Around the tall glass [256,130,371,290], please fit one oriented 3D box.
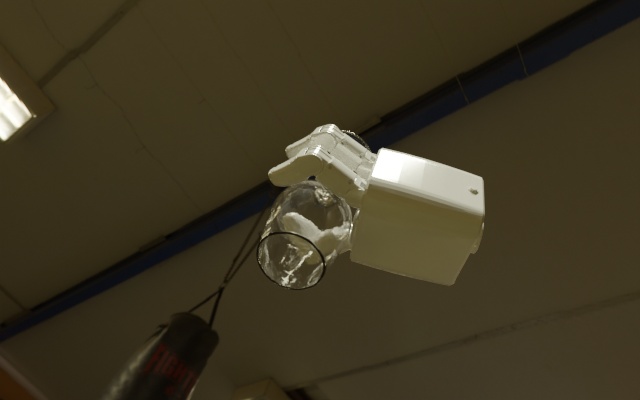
[{"bbox_3d":[0.000,0.001,0.483,0.079,0.079,0.201,0,30,18],"label":"tall glass"}]
